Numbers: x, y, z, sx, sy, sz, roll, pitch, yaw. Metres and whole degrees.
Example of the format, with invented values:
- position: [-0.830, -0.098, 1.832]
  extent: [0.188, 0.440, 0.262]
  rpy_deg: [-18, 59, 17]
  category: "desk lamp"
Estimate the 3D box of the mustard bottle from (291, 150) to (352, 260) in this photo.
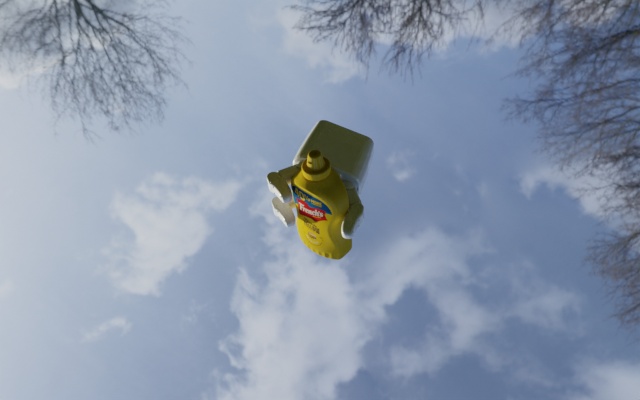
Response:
- position: [0.000, 0.003, 0.720]
  extent: [0.096, 0.192, 0.058]
  rpy_deg: [32, 56, 31]
  category: "mustard bottle"
